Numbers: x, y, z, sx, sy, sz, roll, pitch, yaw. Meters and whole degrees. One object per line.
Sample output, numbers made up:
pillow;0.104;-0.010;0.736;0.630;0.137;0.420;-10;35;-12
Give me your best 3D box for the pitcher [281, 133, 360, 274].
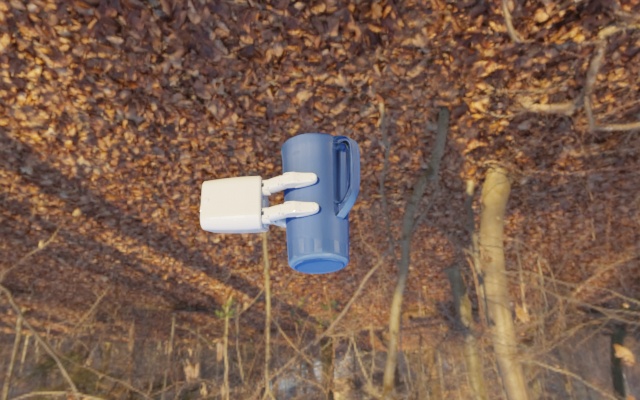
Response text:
pitcher;0.000;0.003;0.880;0.145;0.242;0.149;-2;-24;-1
